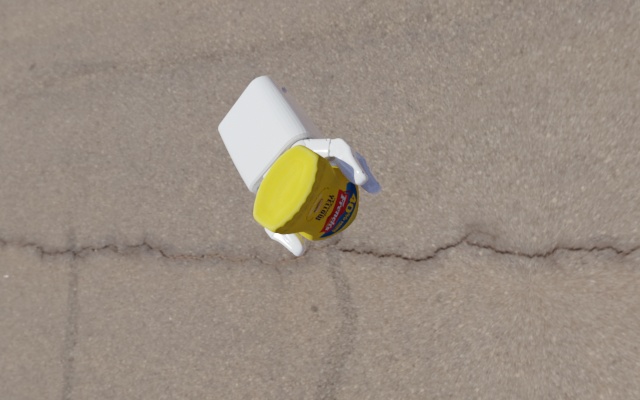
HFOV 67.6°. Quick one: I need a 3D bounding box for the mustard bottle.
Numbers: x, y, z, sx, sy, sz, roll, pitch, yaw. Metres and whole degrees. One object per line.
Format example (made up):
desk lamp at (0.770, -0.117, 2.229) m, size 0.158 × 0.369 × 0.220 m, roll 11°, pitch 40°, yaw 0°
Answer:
mustard bottle at (0.000, 0.002, 0.577) m, size 0.058 × 0.096 × 0.192 m, roll 32°, pitch 4°, yaw 26°
